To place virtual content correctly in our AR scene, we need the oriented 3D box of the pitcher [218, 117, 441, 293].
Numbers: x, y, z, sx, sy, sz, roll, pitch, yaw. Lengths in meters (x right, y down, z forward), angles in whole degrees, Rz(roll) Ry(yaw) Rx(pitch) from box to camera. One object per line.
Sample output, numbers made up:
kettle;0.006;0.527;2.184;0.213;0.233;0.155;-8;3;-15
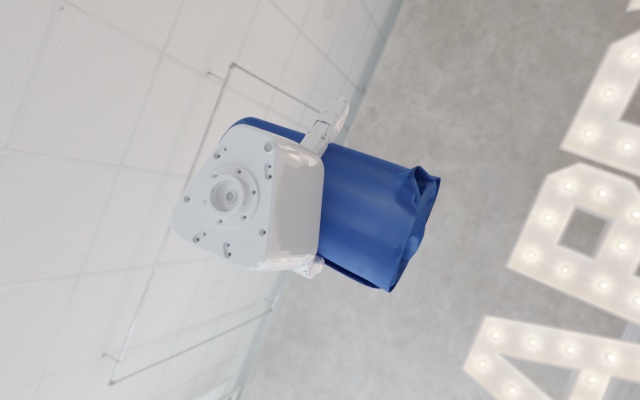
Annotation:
pitcher;0.000;0.002;0.546;0.243;0.149;0.145;24;3;18
